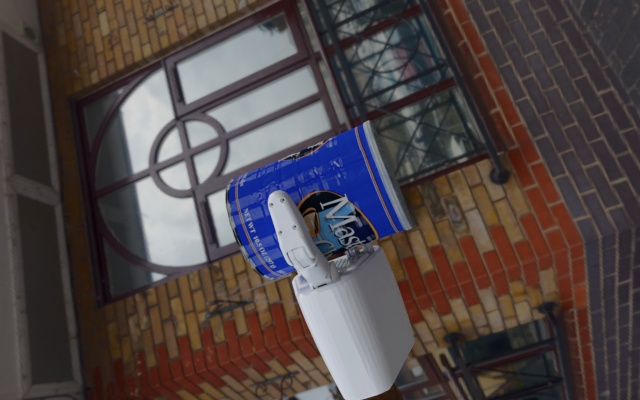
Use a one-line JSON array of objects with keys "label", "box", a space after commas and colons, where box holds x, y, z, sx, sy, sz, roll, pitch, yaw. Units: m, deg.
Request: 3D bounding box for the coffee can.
[{"label": "coffee can", "box": [0.000, 0.001, 0.438, 0.140, 0.103, 0.103, -22, -5, 12]}]
